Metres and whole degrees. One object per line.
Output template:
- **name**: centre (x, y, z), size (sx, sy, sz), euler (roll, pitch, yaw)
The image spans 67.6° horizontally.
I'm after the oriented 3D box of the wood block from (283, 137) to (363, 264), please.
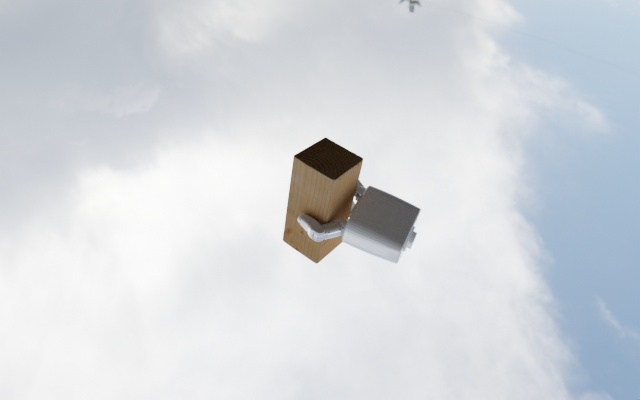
- **wood block**: centre (0.000, 0.003, 0.876), size (0.090, 0.206, 0.090), euler (32, 45, 23)
